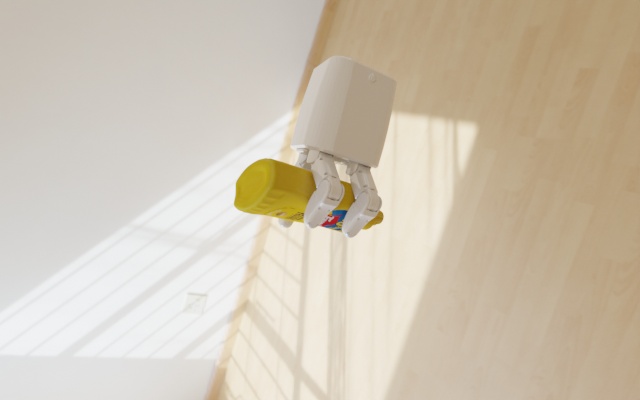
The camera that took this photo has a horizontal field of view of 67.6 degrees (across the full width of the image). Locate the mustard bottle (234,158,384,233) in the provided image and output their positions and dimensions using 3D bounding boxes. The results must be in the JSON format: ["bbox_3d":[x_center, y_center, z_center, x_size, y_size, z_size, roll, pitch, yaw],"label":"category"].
[{"bbox_3d":[0.000,0.002,0.577,0.192,0.058,0.096,14,-23,-33],"label":"mustard bottle"}]
